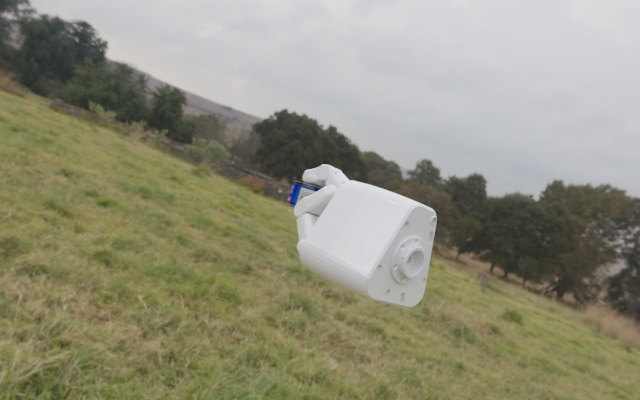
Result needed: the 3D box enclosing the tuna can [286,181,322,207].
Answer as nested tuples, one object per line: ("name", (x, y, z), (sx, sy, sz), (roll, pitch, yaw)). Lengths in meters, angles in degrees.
("tuna can", (0.000, 0.001, 0.628), (0.086, 0.034, 0.086), (16, -1, 0))
